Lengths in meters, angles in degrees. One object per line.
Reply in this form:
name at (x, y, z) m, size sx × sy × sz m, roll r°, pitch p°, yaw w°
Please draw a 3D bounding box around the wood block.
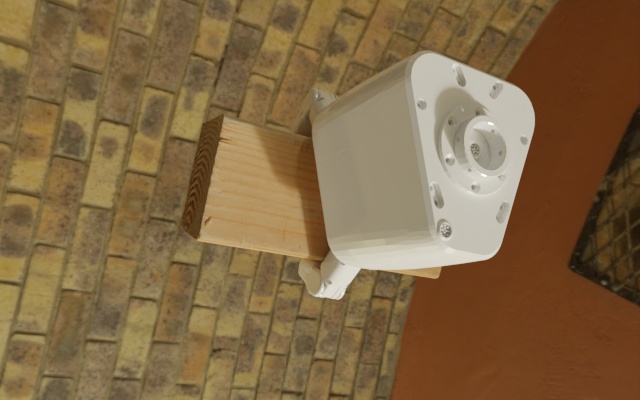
wood block at (0.000, 0.002, 0.402) m, size 0.206 × 0.091 × 0.090 m, roll 13°, pitch -1°, yaw -24°
